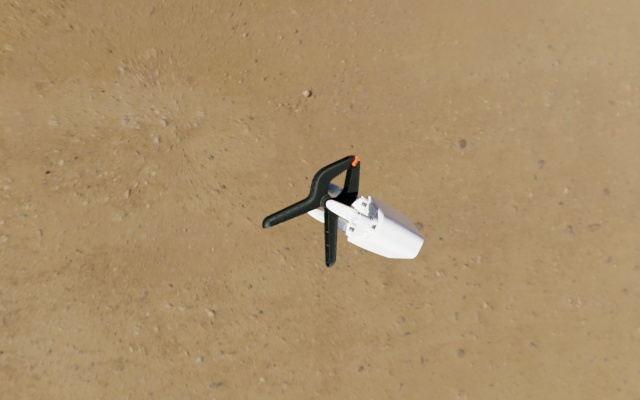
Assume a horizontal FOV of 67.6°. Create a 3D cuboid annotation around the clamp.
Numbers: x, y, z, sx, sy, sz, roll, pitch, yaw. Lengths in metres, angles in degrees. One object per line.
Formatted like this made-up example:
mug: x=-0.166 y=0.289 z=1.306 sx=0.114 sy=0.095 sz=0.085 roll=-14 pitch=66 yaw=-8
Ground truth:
clamp: x=0.001 y=0.003 z=0.874 sx=0.164 sy=0.210 sz=0.036 roll=26 pitch=1 yaw=-25
